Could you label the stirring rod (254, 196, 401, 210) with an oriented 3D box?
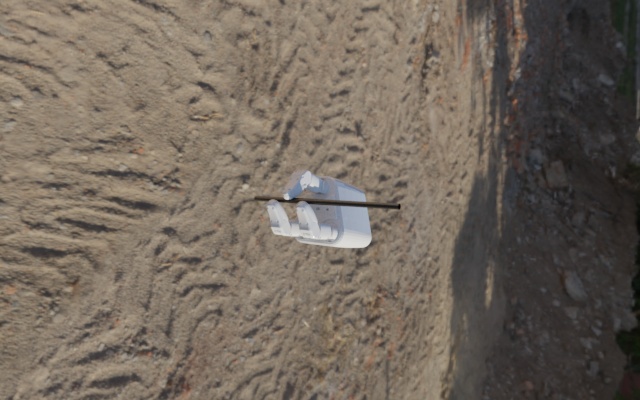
[{"bbox_3d":[0.000,0.002,0.669,0.239,0.011,0.011,3,2,34],"label":"stirring rod"}]
